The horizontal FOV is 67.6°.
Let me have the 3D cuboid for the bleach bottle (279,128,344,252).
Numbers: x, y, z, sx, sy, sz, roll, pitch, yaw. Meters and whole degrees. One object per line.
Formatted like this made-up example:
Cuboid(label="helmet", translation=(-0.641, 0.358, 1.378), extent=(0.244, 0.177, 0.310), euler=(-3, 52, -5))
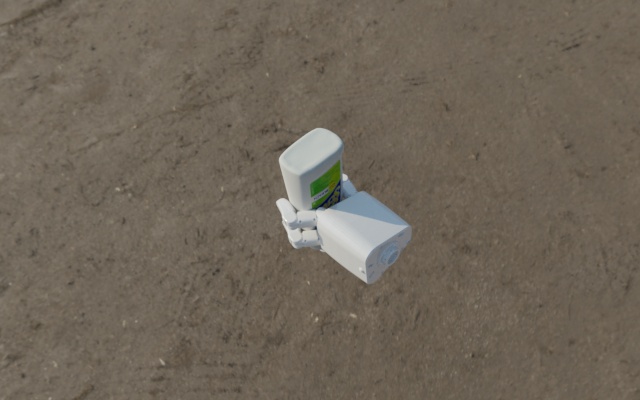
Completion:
Cuboid(label="bleach bottle", translation=(0.000, 0.003, 0.811), extent=(0.102, 0.251, 0.068), euler=(-39, 56, -21))
